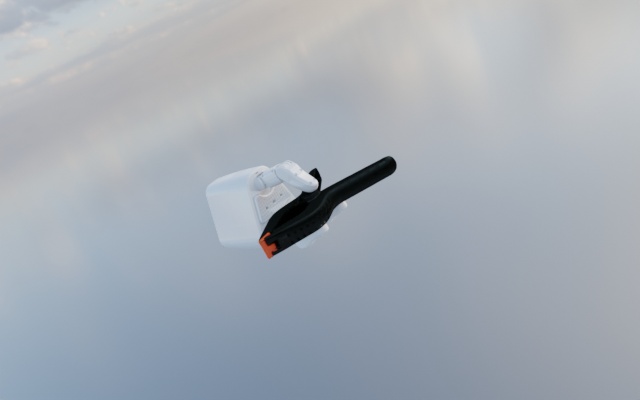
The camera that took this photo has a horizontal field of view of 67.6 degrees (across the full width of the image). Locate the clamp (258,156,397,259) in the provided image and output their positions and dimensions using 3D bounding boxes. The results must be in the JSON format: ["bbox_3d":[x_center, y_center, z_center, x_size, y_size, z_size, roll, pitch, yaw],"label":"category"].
[{"bbox_3d":[-0.001,0.002,0.640,0.164,0.036,0.210,-11,26,41],"label":"clamp"}]
